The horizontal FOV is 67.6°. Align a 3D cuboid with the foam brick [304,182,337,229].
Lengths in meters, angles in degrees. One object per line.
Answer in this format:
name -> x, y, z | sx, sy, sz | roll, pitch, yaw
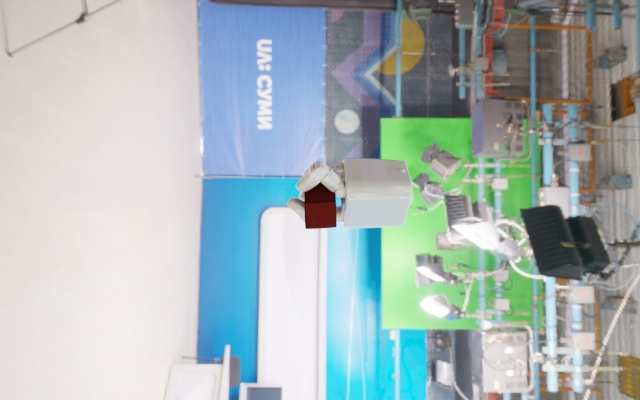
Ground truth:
foam brick -> 0.000, 0.003, 0.779 | 0.051, 0.053, 0.078 | -1, 36, 0
